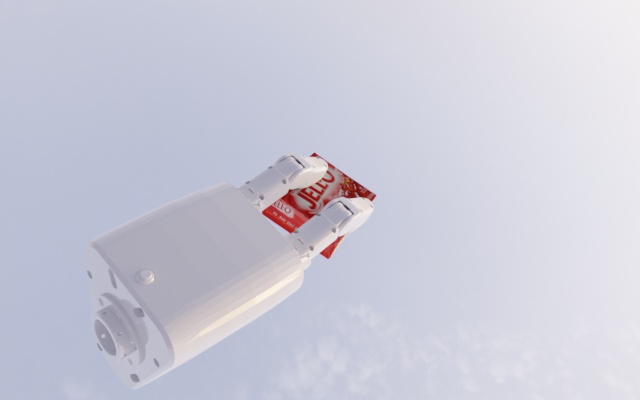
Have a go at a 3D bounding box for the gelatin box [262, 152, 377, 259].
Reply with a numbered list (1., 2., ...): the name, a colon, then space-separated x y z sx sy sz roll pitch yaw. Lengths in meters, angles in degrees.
1. gelatin box: 0.000 0.002 0.421 0.073 0.030 0.089 35 36 8
